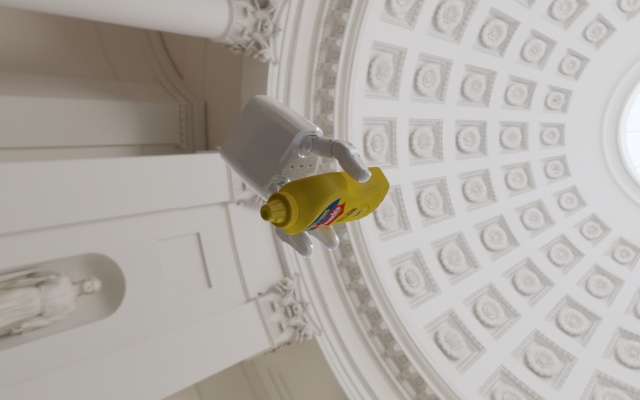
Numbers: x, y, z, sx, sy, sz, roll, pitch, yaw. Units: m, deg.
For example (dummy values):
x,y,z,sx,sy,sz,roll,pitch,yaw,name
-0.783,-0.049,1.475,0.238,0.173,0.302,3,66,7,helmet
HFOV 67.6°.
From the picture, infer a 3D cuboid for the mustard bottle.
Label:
x,y,z,sx,sy,sz,roll,pitch,yaw,name
0.000,0.002,0.591,0.191,0.058,0.096,-10,-24,-50,mustard bottle
